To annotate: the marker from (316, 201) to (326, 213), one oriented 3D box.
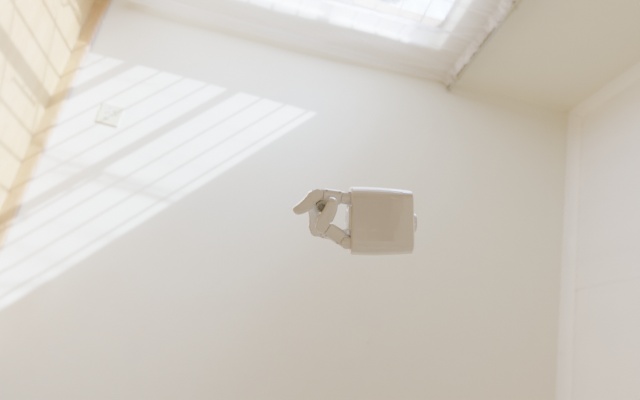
[{"bbox_3d":[0.000,0.003,0.851,0.020,0.020,0.121,0,8,-2],"label":"marker"}]
